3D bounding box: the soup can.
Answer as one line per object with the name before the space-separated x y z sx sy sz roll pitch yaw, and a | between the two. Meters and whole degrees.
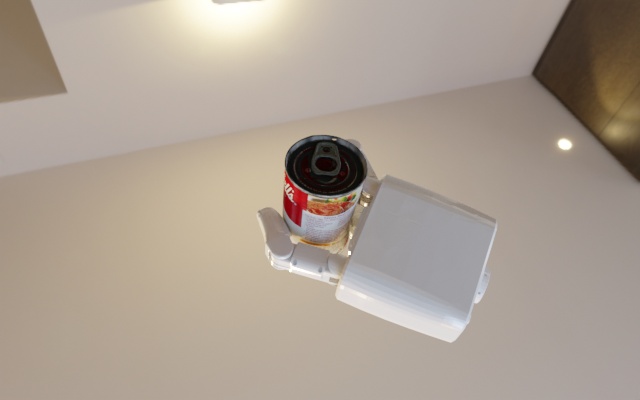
soup can | 0.000 0.001 0.425 0.068 0.068 0.102 0 -38 -7
